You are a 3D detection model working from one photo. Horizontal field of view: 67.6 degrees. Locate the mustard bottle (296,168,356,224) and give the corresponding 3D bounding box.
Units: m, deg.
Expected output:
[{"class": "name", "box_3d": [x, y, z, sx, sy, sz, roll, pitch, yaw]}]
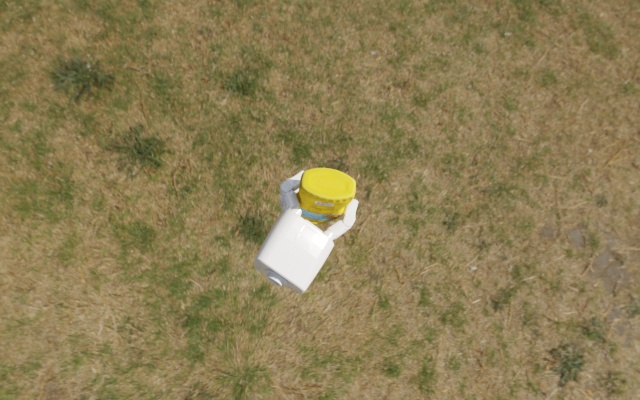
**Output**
[{"class": "mustard bottle", "box_3d": [0.000, 0.003, 0.893, 0.096, 0.058, 0.192, 8, -21, -6]}]
